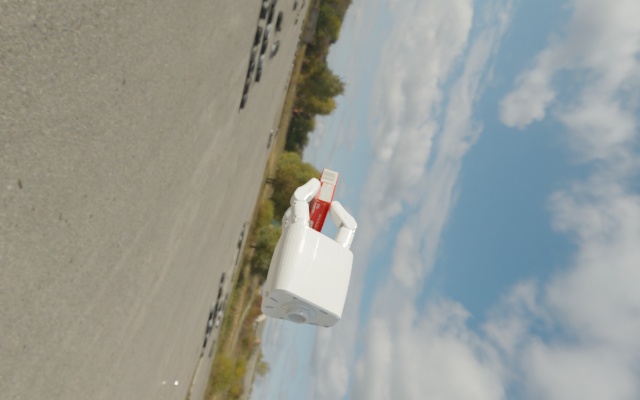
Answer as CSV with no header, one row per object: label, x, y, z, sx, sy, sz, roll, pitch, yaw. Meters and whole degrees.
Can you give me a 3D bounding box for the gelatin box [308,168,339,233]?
gelatin box,0.001,0.002,0.774,0.030,0.073,0.089,19,39,-2
